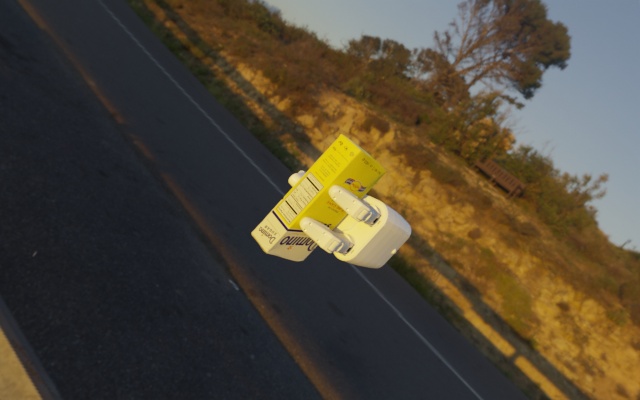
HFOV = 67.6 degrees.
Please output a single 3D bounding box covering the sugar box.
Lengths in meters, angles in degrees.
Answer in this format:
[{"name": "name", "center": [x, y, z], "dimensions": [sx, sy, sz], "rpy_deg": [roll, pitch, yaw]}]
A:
[{"name": "sugar box", "center": [0.001, 0.002, 0.629], "dimensions": [0.048, 0.176, 0.093], "rpy_deg": [46, 11, 31]}]
